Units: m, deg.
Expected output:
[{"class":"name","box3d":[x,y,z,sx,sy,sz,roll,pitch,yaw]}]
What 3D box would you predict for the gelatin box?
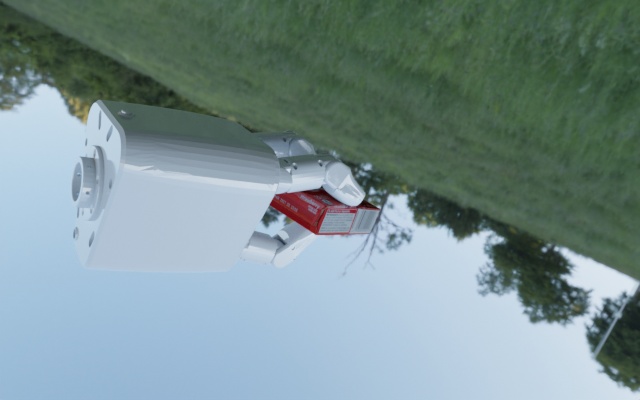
[{"class":"gelatin box","box3d":[0.000,0.002,0.430,0.073,0.030,0.089,32,16,34]}]
